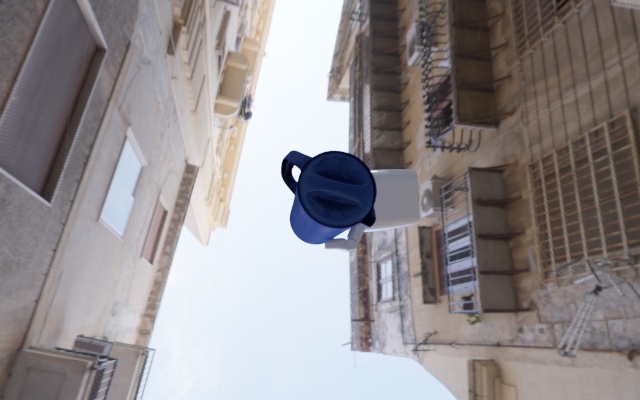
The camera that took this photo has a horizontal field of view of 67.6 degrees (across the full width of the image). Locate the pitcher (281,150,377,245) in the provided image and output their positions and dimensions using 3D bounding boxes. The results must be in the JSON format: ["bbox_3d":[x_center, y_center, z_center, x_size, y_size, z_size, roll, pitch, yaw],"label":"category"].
[{"bbox_3d":[0.000,0.003,0.883,0.145,0.149,0.243,-5,-14,-12],"label":"pitcher"}]
